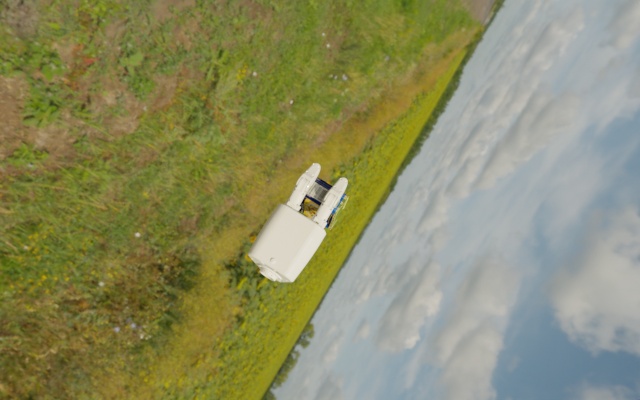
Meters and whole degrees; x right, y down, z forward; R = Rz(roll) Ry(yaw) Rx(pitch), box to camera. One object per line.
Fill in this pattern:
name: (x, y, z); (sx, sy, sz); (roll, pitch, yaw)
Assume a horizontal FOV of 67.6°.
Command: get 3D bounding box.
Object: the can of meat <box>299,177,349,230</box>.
can of meat: (0.000, 0.003, 0.889); (0.084, 0.057, 0.102); (31, -21, 6)
